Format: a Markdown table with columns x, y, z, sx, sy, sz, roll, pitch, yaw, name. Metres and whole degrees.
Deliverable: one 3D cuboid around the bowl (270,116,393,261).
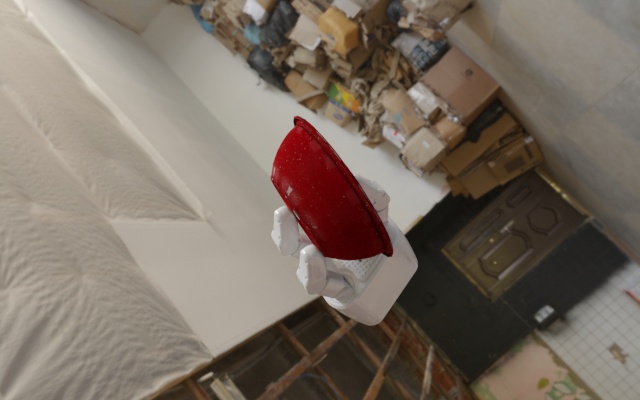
| x | y | z | sx | sy | sz | roll | pitch | yaw | name |
| --- | --- | --- | --- | --- | --- | --- | --- | --- | --- |
| -0.001 | 0.001 | 0.456 | 0.055 | 0.162 | 0.162 | -34 | 4 | -6 | bowl |
